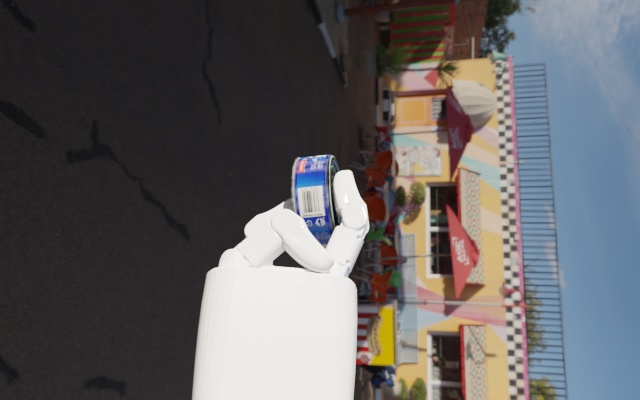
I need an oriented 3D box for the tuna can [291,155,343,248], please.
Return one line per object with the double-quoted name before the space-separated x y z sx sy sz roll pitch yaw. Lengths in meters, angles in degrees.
"tuna can" 0.001 0.001 0.438 0.034 0.086 0.086 -6 -1 11
